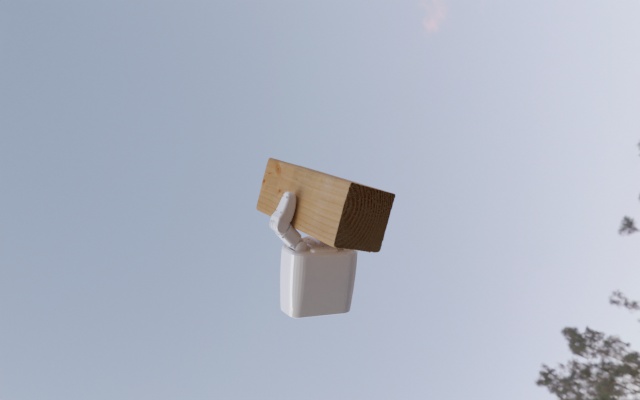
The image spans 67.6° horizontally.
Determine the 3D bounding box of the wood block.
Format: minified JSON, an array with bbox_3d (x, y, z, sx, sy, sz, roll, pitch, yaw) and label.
[{"bbox_3d":[0.000,0.003,0.721,0.091,0.090,0.206,11,6,-40],"label":"wood block"}]
